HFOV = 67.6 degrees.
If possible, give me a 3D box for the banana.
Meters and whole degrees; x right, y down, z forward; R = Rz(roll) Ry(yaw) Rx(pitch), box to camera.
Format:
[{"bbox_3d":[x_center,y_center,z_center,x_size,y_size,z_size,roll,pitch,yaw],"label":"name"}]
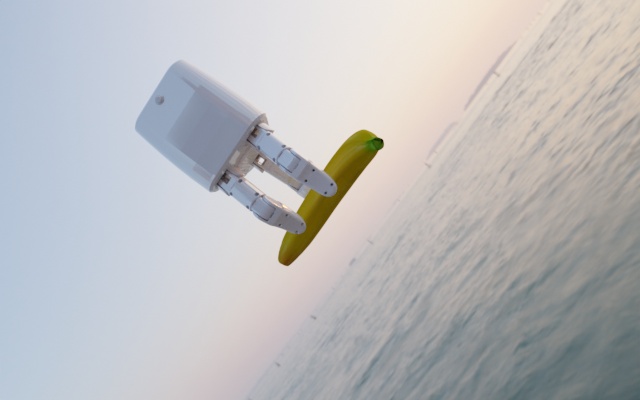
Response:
[{"bbox_3d":[0.008,-0.009,0.515,0.037,0.198,0.069,36,34,1],"label":"banana"}]
